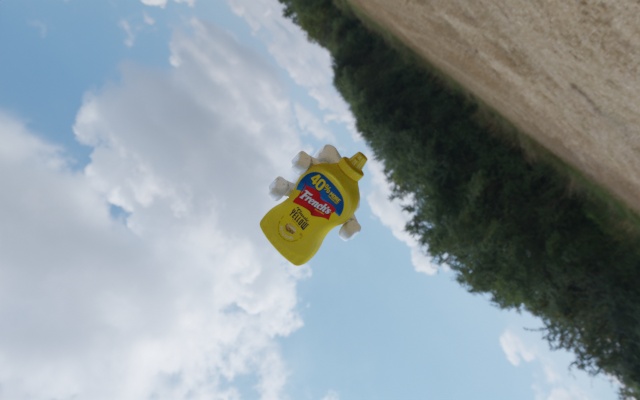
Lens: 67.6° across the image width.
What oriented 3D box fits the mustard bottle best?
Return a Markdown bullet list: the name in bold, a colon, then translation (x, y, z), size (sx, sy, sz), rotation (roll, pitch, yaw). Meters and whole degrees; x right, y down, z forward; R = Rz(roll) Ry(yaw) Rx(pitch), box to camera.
- **mustard bottle**: translation (0.000, 0.003, 0.710), size (0.192, 0.096, 0.058), rotation (-47, -15, 18)
